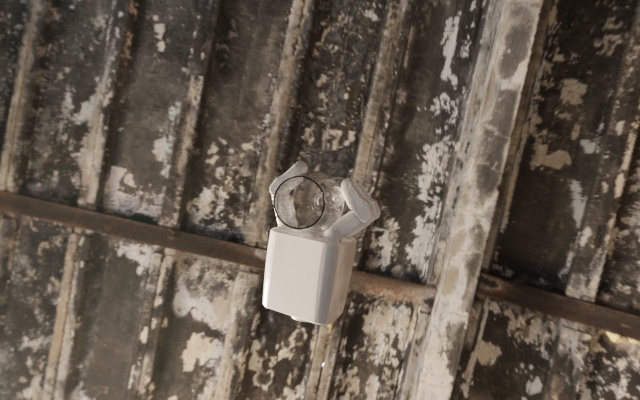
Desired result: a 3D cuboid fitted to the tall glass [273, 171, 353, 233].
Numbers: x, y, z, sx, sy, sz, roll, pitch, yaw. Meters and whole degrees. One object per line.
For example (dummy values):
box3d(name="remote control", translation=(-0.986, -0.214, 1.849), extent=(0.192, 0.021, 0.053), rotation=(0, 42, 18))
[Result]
box3d(name="tall glass", translation=(0.000, 0.002, 0.639), extent=(0.079, 0.079, 0.201), rotation=(0, 0, 15))
